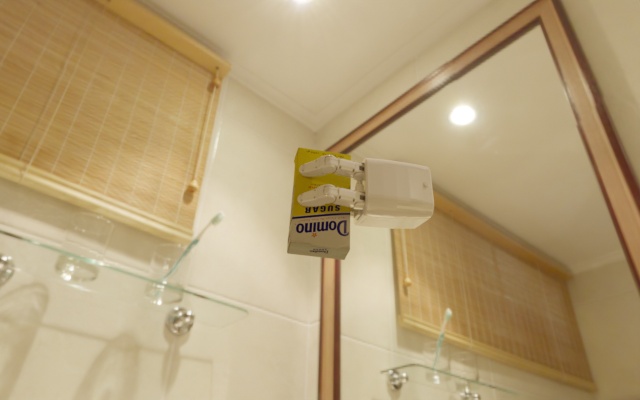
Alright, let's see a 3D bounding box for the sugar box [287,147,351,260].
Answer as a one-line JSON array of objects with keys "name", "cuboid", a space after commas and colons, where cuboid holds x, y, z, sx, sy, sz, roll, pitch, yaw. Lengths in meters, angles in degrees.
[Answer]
[{"name": "sugar box", "cuboid": [0.000, 0.002, 0.757, 0.093, 0.176, 0.048, 7, -34, -8]}]
